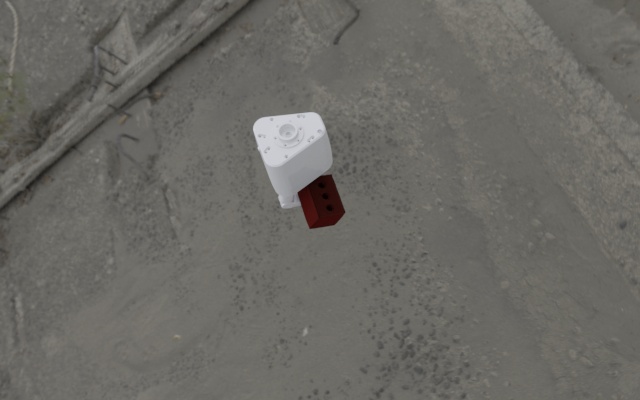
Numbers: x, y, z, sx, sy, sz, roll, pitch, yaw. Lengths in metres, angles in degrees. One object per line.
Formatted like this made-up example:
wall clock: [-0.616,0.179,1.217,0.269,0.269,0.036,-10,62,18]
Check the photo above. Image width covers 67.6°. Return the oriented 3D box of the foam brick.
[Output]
foam brick: [0.000,0.003,0.832,0.053,0.078,0.051,-10,-21,-28]
